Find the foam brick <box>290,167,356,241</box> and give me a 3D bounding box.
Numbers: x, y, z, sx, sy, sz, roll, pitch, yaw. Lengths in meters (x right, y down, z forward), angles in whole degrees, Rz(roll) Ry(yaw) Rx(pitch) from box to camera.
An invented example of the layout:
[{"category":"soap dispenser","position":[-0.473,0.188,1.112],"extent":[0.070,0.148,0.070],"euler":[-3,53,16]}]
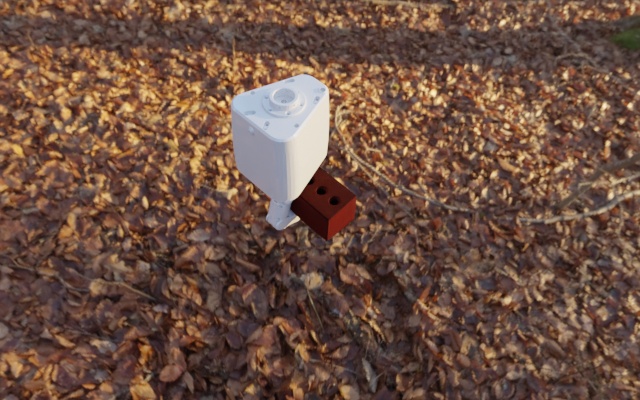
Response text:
[{"category":"foam brick","position":[0.000,0.002,0.613],"extent":[0.078,0.051,0.053],"euler":[39,61,22]}]
